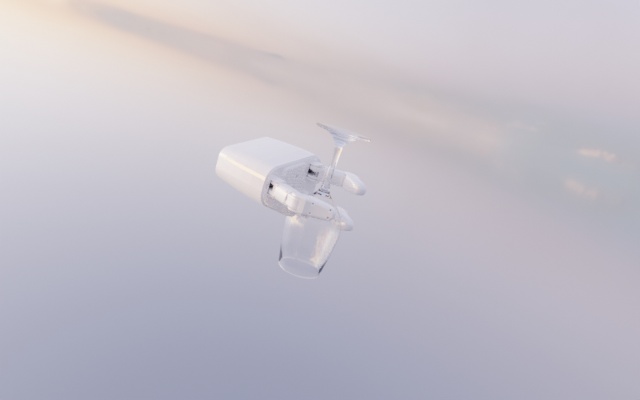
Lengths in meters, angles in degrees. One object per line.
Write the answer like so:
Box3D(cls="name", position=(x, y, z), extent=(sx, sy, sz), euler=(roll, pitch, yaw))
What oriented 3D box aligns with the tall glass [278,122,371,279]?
Box3D(cls="tall glass", position=(0.000, 0.002, 0.643), extent=(0.079, 0.201, 0.079), euler=(17, 13, -4))
